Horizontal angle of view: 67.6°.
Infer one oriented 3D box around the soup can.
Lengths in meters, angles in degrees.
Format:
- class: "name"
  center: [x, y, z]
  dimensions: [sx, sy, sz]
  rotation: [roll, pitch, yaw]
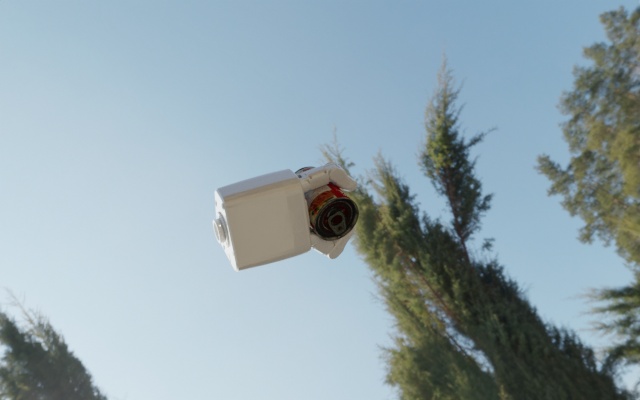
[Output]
- class: "soup can"
  center: [0.000, 0.002, 0.681]
  dimensions: [0.068, 0.068, 0.102]
  rotation: [0, 29, -31]
